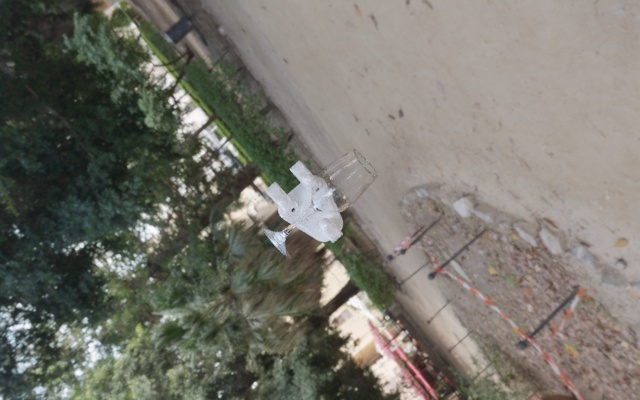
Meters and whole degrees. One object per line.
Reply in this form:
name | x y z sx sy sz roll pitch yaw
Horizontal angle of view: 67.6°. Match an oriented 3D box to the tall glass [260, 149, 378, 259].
tall glass | 0.000 0.003 0.791 0.201 0.079 0.079 -41 1 -1
